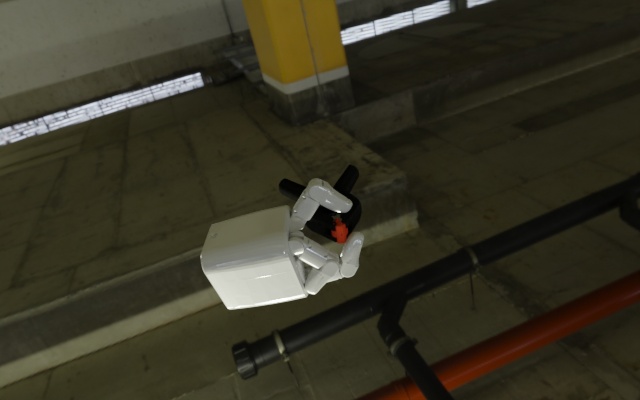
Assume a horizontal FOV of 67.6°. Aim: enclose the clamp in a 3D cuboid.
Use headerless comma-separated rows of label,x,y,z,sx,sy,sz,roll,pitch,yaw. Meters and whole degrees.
clamp,0.000,0.003,0.654,0.120,0.039,0.171,-13,27,5
